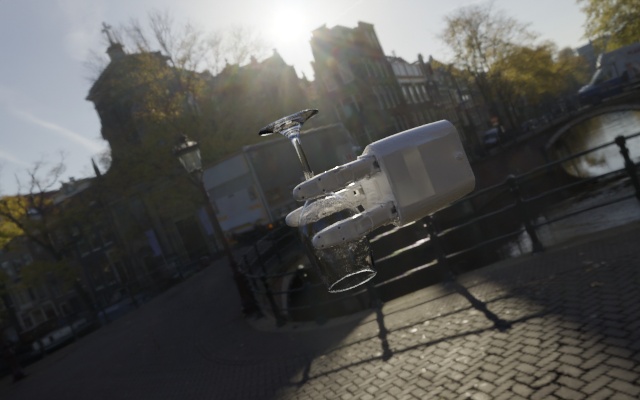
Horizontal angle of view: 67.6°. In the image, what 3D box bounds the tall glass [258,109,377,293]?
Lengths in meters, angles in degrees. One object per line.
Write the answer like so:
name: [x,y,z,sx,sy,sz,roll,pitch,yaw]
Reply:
tall glass: [0.000,0.001,0.552,0.079,0.201,0.079,-21,2,1]
